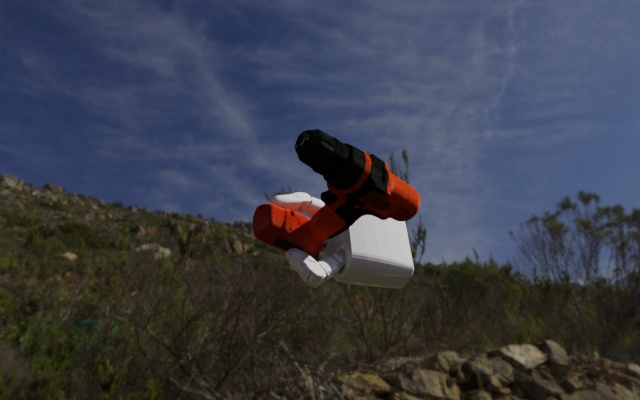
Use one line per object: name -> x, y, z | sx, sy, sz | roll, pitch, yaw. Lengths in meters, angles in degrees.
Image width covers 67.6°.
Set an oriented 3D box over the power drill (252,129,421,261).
power drill -> 0.000, 0.002, 0.587 | 0.184, 0.057, 0.188 | 30, -43, -32
